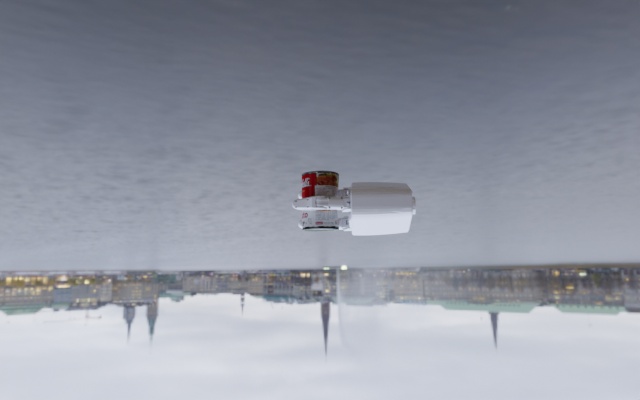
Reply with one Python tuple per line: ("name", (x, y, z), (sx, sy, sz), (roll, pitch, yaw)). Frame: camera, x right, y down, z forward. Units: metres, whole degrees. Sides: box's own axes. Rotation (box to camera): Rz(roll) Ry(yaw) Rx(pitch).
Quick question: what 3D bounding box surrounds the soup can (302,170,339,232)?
("soup can", (0.000, 0.003, 0.859), (0.068, 0.102, 0.068), (-1, -8, 0))
